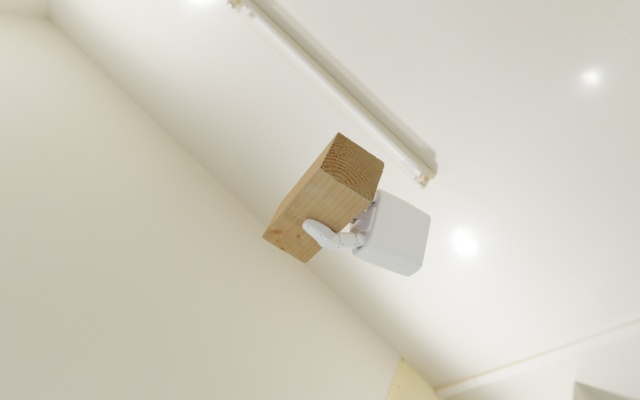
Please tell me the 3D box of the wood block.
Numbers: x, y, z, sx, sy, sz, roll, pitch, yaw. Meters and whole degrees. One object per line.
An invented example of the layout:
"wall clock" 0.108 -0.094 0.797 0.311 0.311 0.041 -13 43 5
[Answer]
"wood block" 0.000 0.003 0.755 0.090 0.090 0.206 33 -44 -9
